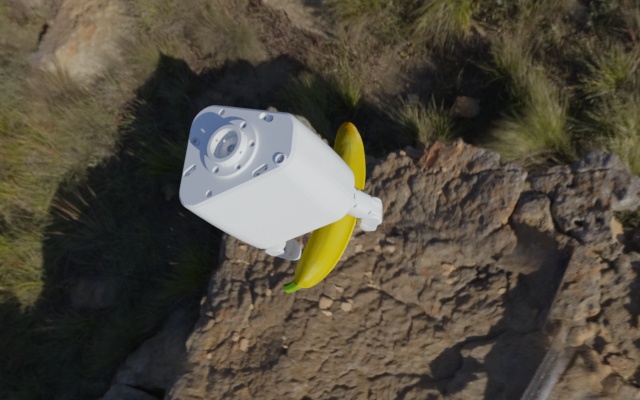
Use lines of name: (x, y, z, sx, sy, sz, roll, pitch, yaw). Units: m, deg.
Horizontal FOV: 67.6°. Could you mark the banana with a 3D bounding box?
banana: (0.011, 0.008, 0.495, 0.037, 0.198, 0.069, 27, -9, -42)
